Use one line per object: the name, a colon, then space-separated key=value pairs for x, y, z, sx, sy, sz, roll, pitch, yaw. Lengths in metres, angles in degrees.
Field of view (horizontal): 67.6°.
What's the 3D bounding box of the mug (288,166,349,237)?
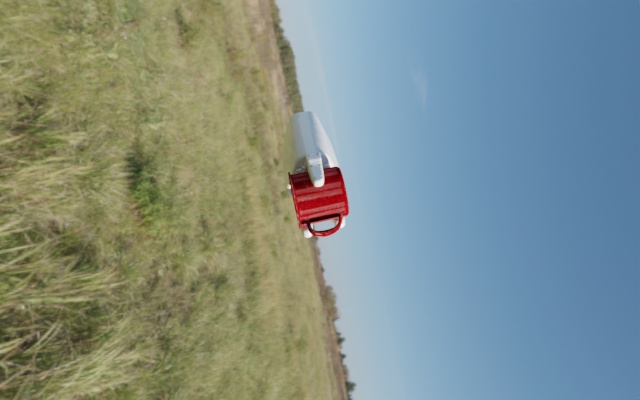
mug: x=0.001 y=0.004 z=0.745 sx=0.081 sy=0.117 sz=0.093 roll=-12 pitch=-33 yaw=-2
